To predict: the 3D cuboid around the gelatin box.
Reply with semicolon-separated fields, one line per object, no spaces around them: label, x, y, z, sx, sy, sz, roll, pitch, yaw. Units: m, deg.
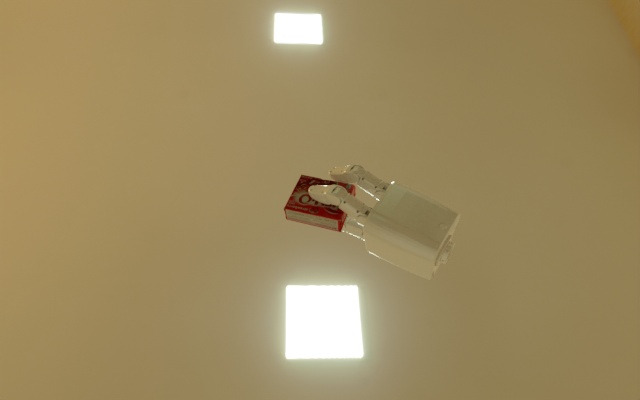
gelatin box;0.000;0.003;0.713;0.089;0.073;0.030;12;-39;16
